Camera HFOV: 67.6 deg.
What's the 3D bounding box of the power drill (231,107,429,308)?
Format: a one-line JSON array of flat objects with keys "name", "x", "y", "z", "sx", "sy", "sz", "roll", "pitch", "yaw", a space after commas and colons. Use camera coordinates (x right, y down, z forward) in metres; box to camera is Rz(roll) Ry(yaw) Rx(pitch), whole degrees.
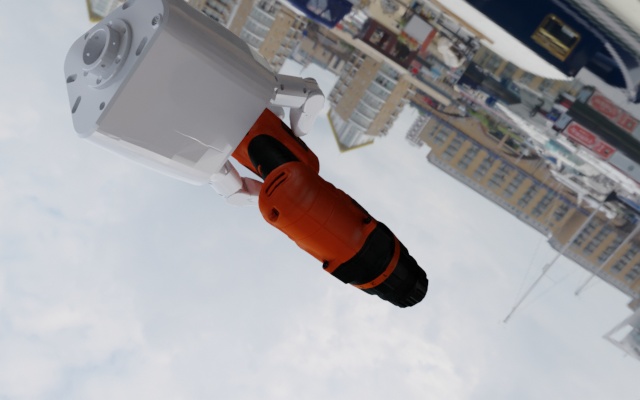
[{"name": "power drill", "x": 0.000, "y": 0.001, "z": 0.406, "sx": 0.184, "sy": 0.057, "sz": 0.187, "roll": 41, "pitch": 4, "yaw": -39}]
